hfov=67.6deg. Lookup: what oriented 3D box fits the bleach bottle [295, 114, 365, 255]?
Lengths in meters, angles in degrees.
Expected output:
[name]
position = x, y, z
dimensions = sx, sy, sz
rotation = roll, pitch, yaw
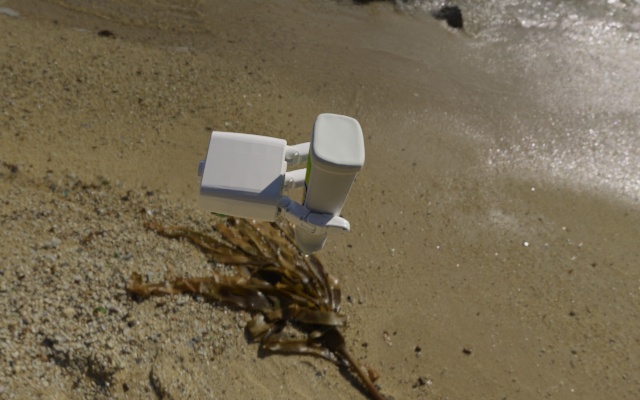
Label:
[bleach bottle]
position = 0.000, 0.002, 0.688
dimensions = 0.068, 0.102, 0.251
rotation = 8, -43, -7
